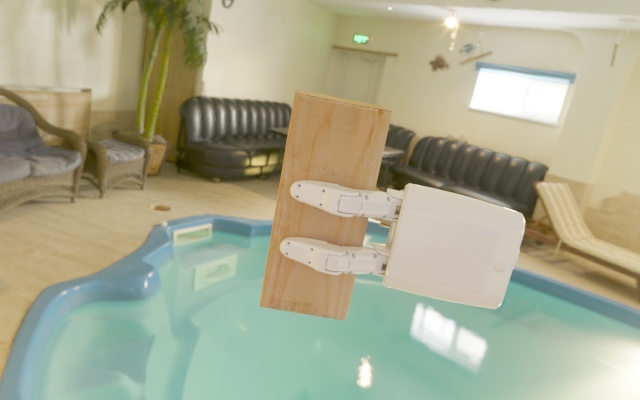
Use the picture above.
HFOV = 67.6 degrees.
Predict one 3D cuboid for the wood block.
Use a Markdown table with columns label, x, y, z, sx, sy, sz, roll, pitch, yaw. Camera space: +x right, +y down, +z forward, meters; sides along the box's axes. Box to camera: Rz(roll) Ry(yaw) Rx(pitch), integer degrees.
| label | x | y | z | sx | sy | sz | roll | pitch | yaw |
| --- | --- | --- | --- | --- | --- | --- | --- | --- | --- |
| wood block | 0.000 | 0.001 | 0.481 | 0.090 | 0.206 | 0.090 | 10 | 15 | -4 |
